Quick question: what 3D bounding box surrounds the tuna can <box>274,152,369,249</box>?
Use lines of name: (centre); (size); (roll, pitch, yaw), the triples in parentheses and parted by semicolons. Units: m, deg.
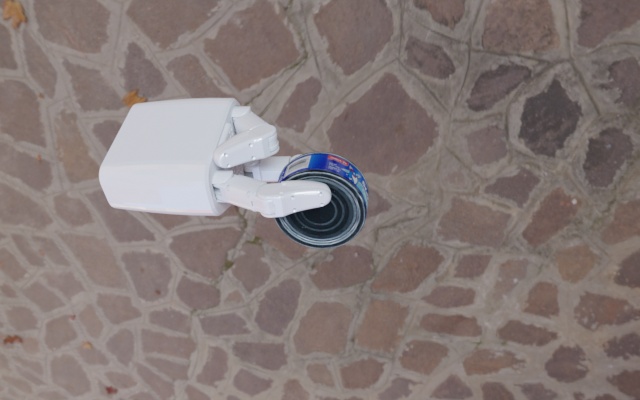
tuna can: (0.000, 0.002, 0.429); (0.086, 0.086, 0.033); (0, 34, 9)
